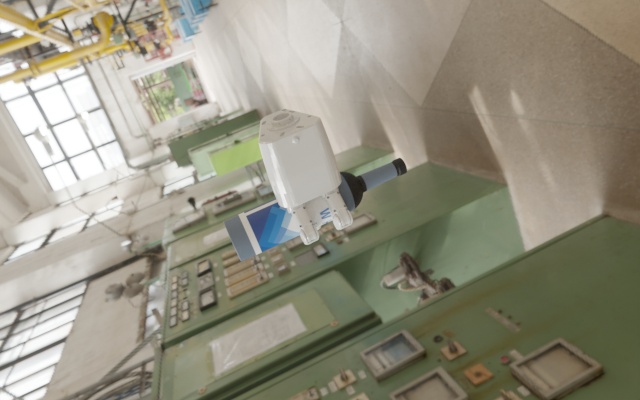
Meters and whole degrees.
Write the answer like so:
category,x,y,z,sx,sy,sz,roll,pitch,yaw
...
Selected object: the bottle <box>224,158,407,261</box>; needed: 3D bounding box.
category,x,y,z,sx,sy,sz,roll,pitch,yaw
bottle,0.000,0.003,0.741,0.295,0.069,0.069,-24,4,-10
